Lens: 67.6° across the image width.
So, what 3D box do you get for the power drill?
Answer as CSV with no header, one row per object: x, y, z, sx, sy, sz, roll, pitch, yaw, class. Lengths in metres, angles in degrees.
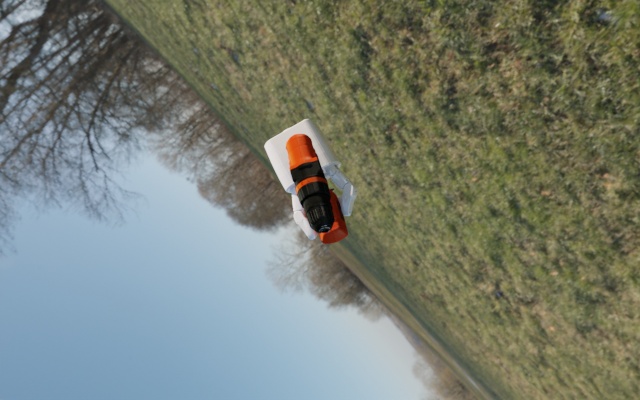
0.000,0.003,0.813,0.057,0.184,0.188,-17,-31,4,power drill
